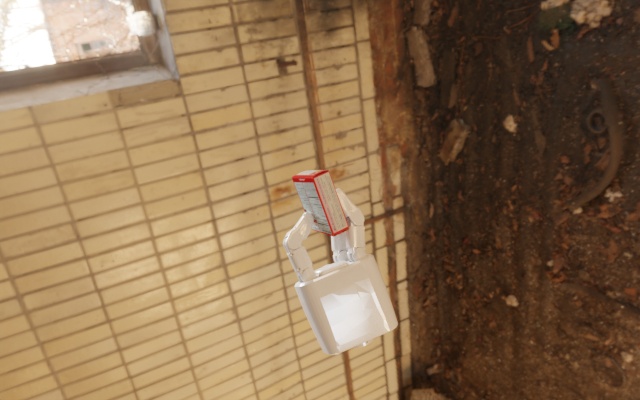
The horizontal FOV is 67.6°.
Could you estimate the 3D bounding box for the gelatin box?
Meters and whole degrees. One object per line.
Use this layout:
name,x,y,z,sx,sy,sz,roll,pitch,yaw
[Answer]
gelatin box,0.000,0.002,0.667,0.030,0.089,0.073,-26,13,-21
